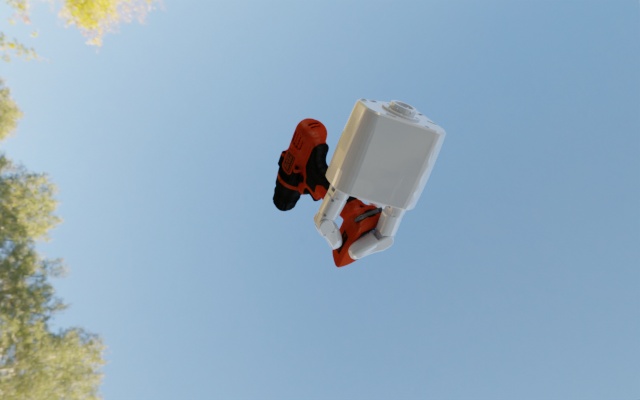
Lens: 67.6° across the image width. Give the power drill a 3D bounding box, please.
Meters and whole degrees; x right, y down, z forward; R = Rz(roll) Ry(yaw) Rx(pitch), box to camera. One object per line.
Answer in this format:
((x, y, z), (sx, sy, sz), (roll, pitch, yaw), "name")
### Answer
((0.000, 0.002, 0.696), (0.057, 0.187, 0.185), (-22, -28, -34), "power drill")
